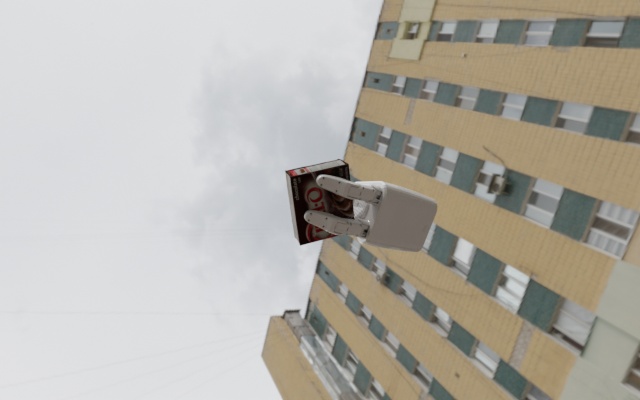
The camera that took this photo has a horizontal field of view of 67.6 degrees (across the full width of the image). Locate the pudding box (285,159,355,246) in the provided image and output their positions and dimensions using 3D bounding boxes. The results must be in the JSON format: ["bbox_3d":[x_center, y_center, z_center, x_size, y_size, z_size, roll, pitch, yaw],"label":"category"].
[{"bbox_3d":[0.000,0.002,0.708,0.090,0.113,0.039,-14,22,-15],"label":"pudding box"}]
